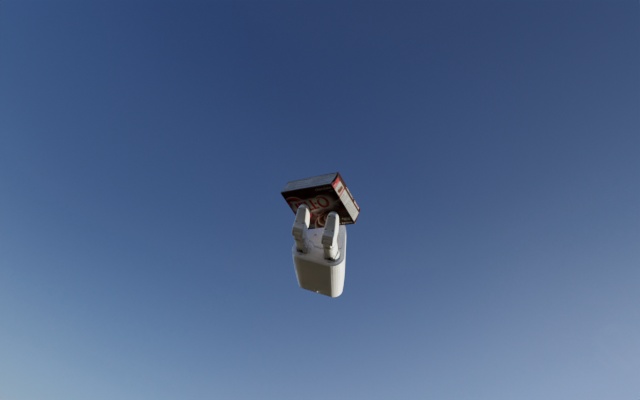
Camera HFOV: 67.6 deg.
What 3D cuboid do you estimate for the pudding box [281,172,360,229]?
[{"bbox_3d":[0.000,0.003,0.826,0.113,0.090,0.039,-11,36,34],"label":"pudding box"}]
